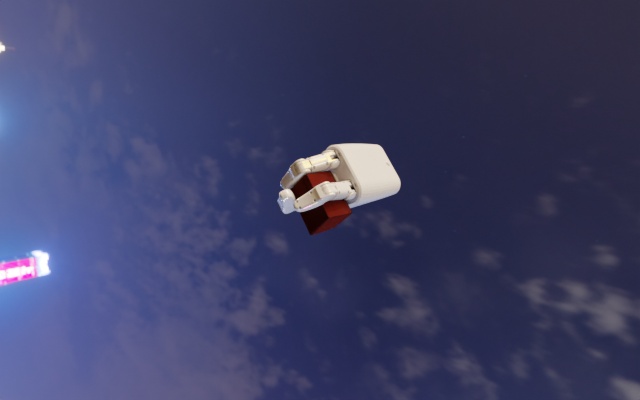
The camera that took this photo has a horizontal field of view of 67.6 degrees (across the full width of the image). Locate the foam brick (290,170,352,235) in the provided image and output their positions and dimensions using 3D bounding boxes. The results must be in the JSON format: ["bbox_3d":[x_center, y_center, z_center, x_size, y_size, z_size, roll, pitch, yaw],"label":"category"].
[{"bbox_3d":[0.000,0.003,0.707,0.051,0.078,0.053,-10,-23,-43],"label":"foam brick"}]
